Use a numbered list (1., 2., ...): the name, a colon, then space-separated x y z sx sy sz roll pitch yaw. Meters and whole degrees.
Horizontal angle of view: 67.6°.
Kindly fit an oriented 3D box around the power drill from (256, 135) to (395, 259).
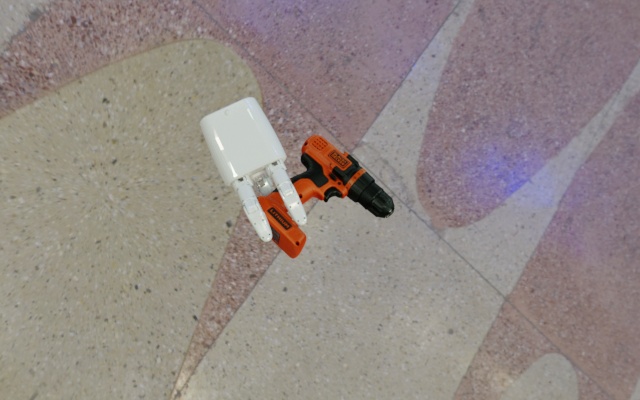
1. power drill: 0.000 0.002 0.743 0.187 0.184 0.057 -41 -16 -28
